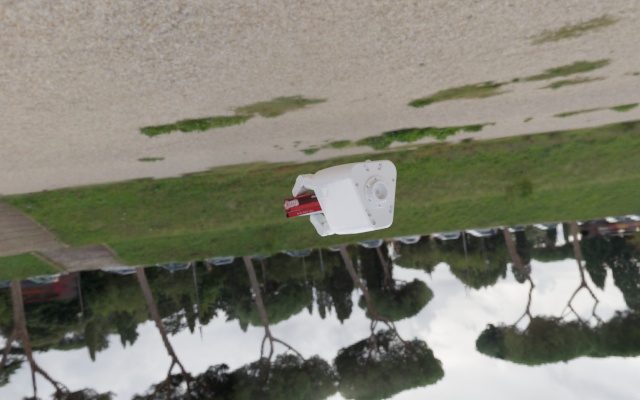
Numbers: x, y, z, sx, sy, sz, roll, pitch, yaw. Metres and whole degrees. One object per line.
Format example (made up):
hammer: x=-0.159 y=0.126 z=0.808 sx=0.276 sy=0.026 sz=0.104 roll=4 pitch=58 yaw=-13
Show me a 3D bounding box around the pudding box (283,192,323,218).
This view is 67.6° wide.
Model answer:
pudding box: x=0.000 y=0.003 z=0.867 sx=0.090 sy=0.039 sz=0.113 roll=-11 pitch=-3 yaw=30
